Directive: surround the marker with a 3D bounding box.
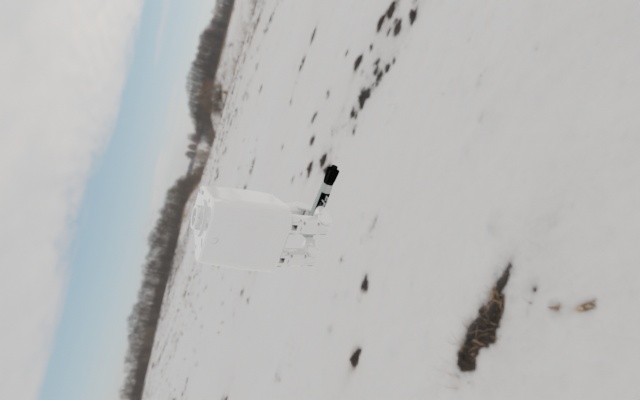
[{"bbox_3d":[0.000,0.002,0.707,0.020,0.121,0.020,18,23,-8],"label":"marker"}]
